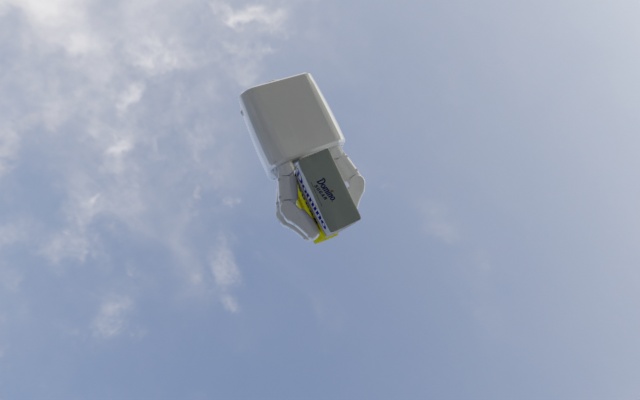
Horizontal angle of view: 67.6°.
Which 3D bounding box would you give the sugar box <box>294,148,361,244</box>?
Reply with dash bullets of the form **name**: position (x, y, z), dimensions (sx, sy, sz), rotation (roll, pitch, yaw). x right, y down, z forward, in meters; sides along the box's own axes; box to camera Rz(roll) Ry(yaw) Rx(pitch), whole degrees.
- **sugar box**: position (0.000, 0.002, 0.619), dimensions (0.048, 0.093, 0.176), rotation (-24, -7, -7)
